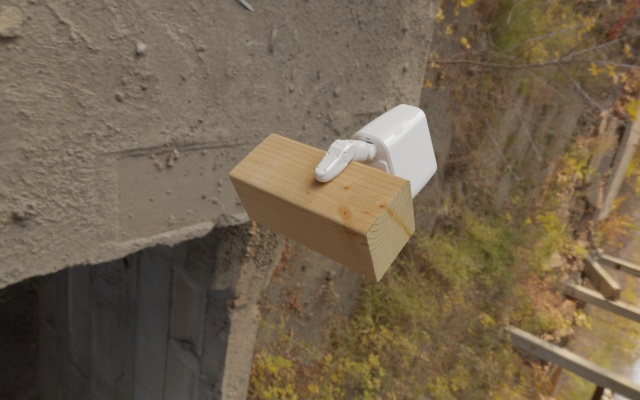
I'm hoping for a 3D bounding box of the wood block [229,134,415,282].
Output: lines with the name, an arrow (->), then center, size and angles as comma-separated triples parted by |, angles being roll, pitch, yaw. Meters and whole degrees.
wood block -> 0.000, 0.001, 0.583 | 0.206, 0.091, 0.090 | 22, 56, 32
